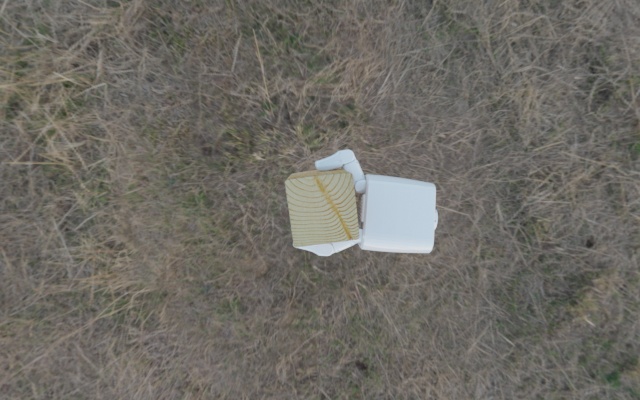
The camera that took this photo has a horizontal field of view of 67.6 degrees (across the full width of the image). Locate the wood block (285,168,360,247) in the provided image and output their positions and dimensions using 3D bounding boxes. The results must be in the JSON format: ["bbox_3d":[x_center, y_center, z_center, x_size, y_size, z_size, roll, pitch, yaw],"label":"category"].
[{"bbox_3d":[0.000,0.002,0.717,0.090,0.091,0.206,-7,5,-1],"label":"wood block"}]
